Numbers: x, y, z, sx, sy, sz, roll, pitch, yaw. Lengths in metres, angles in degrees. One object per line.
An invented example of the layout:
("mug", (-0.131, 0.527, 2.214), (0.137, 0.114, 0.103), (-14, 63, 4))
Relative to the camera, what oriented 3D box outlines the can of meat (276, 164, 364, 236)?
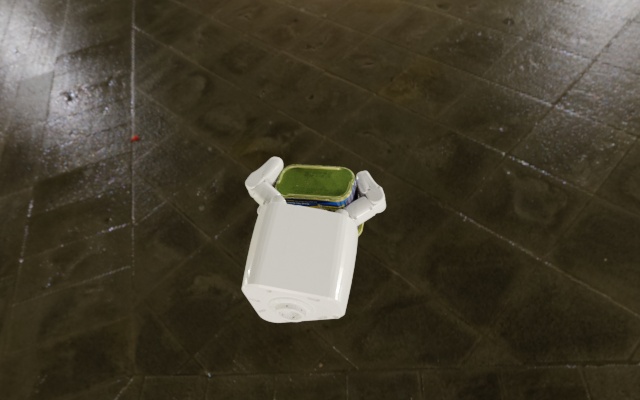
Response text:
("can of meat", (0.000, 0.002, 0.607), (0.102, 0.057, 0.084), (4, -37, 17))
